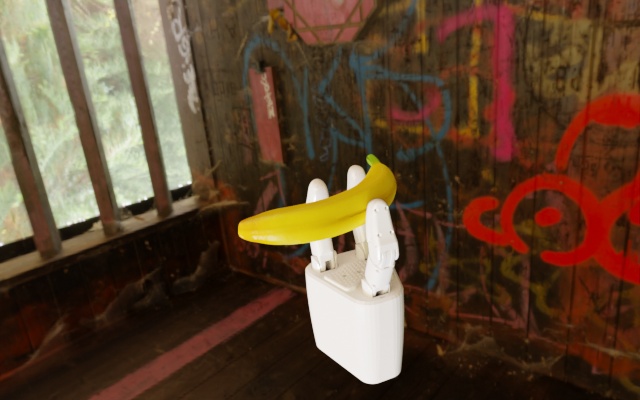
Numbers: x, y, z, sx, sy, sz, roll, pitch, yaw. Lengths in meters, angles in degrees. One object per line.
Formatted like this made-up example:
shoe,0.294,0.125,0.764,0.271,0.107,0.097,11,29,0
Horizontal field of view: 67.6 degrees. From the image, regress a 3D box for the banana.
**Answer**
banana,0.016,0.005,0.460,0.069,0.037,0.197,18,33,39
